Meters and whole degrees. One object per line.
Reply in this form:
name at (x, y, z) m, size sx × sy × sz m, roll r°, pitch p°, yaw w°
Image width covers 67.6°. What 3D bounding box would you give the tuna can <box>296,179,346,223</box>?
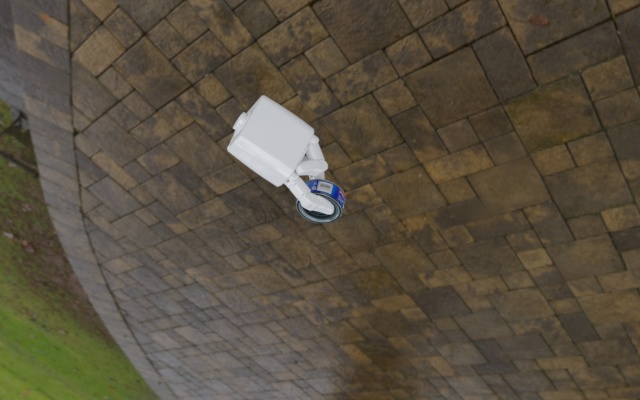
tuna can at (0.000, 0.003, 0.851) m, size 0.086 × 0.033 × 0.086 m, roll 8°, pitch -40°, yaw 7°
